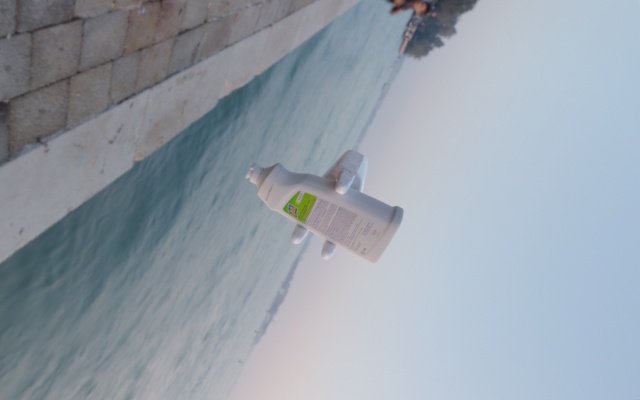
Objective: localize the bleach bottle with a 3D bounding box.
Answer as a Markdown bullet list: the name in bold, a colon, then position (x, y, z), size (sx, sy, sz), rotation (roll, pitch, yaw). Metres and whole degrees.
- **bleach bottle**: position (0.000, 0.003, 0.769), size (0.251, 0.103, 0.068), rotation (28, 27, 1)
